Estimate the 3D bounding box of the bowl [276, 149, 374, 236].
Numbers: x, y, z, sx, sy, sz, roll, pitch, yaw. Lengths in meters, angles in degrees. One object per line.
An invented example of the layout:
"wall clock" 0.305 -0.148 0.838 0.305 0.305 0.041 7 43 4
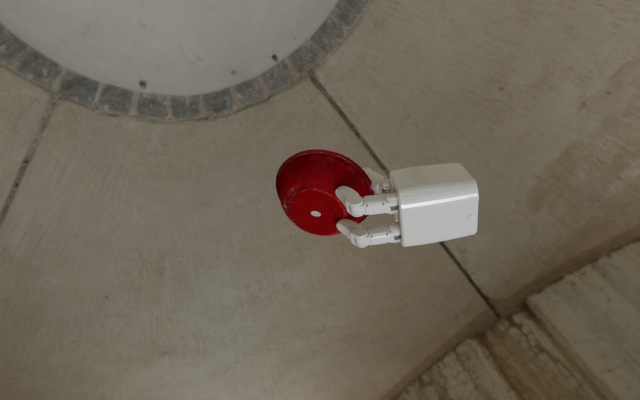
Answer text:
"bowl" -0.001 0.003 0.742 0.162 0.162 0.055 0 38 17
